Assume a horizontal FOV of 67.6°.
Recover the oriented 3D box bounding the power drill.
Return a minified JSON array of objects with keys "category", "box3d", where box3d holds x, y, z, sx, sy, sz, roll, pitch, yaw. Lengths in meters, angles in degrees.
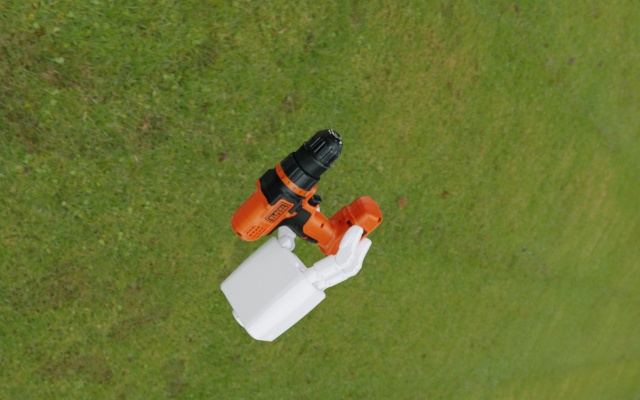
[{"category":"power drill","box3d":[0.000,0.002,0.643,0.184,0.057,0.188,-42,-43,21]}]
